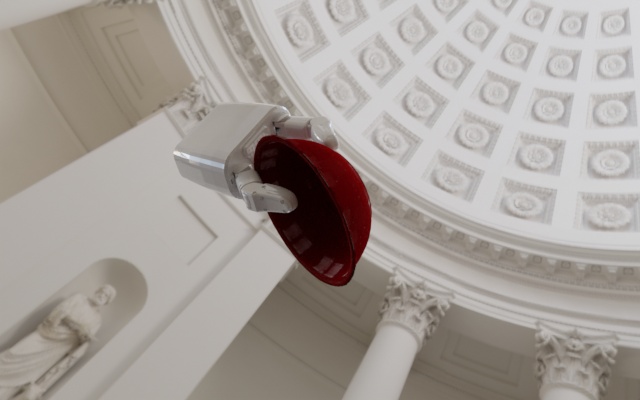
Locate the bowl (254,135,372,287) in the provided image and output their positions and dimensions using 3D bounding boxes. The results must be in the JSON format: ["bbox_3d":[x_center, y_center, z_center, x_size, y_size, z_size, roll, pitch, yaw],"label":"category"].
[{"bbox_3d":[0.001,0.002,0.470,0.055,0.162,0.162,-29,13,-26],"label":"bowl"}]
